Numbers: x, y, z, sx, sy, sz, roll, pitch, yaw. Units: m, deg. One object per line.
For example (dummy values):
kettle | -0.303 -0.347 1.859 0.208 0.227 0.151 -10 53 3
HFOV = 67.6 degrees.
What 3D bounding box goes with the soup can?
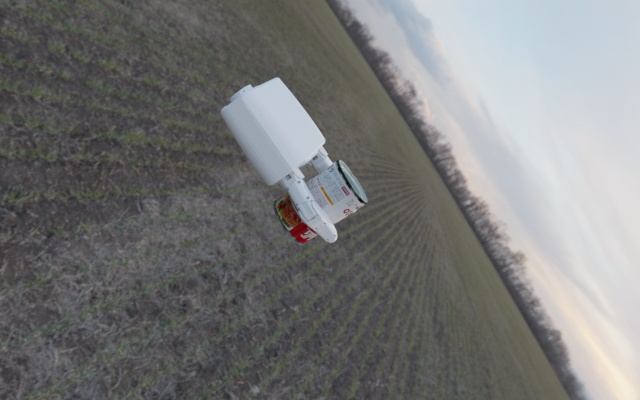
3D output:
soup can | 0.001 0.002 0.613 0.102 0.068 0.068 -33 -9 13
